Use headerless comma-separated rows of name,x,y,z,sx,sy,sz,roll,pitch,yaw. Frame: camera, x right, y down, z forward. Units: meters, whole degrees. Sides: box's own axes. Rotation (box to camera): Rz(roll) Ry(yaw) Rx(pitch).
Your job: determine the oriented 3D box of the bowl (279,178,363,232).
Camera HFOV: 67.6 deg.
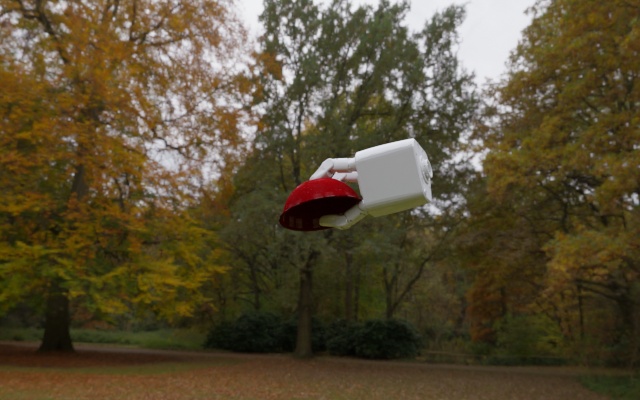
bowl,-0.001,0.003,0.878,0.162,0.055,0.162,-10,-23,-4
